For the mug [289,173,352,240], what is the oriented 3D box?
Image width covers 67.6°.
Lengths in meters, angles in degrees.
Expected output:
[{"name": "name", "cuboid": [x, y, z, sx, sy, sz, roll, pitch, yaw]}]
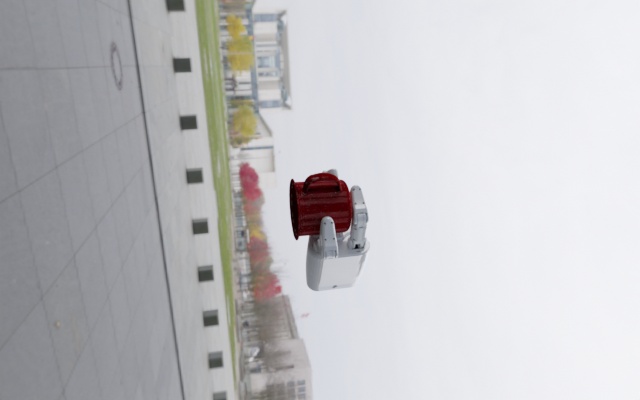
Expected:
[{"name": "mug", "cuboid": [0.000, 0.001, 0.712, 0.081, 0.093, 0.117, -4, -43, -11]}]
